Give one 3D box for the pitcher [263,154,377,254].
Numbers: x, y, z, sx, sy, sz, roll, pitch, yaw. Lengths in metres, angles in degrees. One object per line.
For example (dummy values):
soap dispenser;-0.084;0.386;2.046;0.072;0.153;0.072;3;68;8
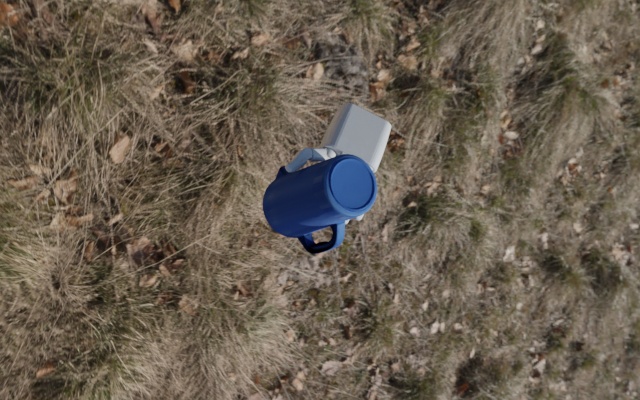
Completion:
pitcher;0.000;0.003;0.894;0.149;0.145;0.243;32;-23;-20
